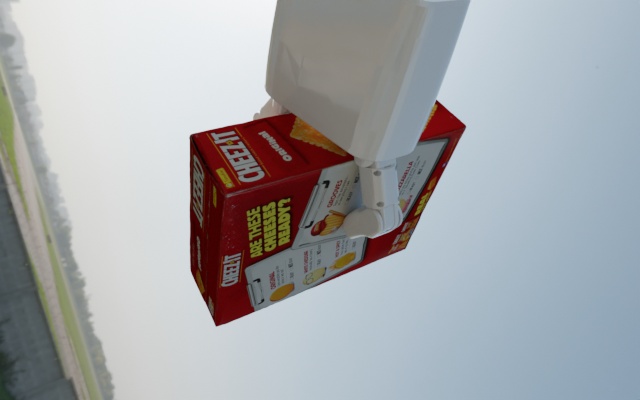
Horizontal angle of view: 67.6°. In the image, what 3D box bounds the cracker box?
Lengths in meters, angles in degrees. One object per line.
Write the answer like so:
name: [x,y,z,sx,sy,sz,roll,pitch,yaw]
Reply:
cracker box: [0.000,0.001,0.408,0.213,0.164,0.072,-17,53,-29]
